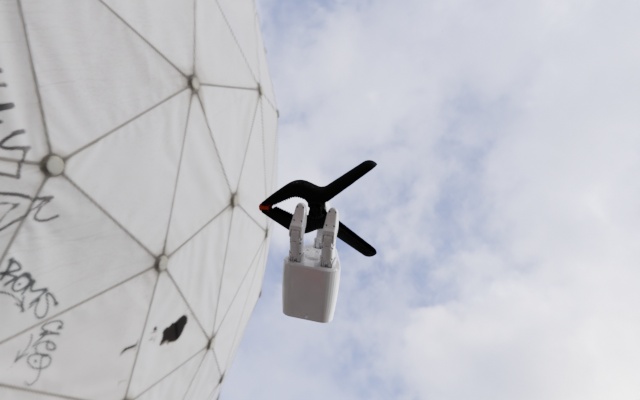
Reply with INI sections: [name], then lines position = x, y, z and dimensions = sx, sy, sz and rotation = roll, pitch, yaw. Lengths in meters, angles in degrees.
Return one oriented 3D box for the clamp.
[clamp]
position = 0.000, 0.003, 0.808
dimensions = 0.210, 0.164, 0.036
rotation = 9, 15, 11
